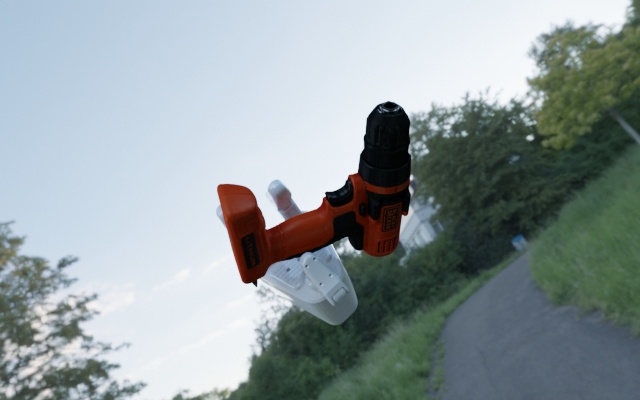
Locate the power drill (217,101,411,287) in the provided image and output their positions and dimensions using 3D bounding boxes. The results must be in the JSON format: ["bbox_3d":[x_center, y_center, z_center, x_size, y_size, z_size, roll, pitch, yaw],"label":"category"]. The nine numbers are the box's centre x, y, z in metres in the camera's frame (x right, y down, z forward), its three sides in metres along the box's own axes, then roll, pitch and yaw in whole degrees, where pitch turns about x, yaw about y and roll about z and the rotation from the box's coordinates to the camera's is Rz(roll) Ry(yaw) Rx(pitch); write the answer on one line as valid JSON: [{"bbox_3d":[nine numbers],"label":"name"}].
[{"bbox_3d":[0.000,0.002,0.465,0.187,0.185,0.057,-14,41,-13],"label":"power drill"}]
